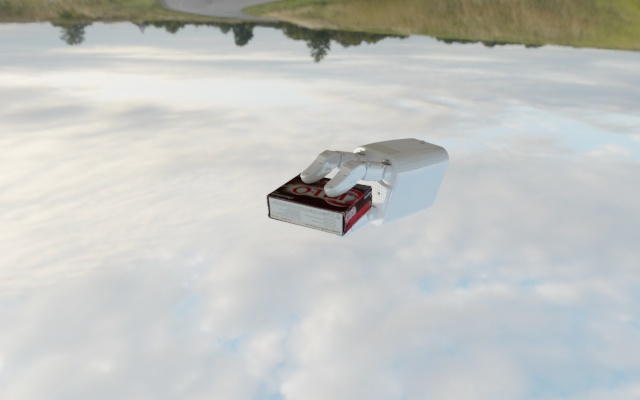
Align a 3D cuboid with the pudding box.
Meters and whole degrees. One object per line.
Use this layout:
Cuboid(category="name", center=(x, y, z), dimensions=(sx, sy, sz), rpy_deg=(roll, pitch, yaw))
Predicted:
Cuboid(category="pudding box", center=(0.000, 0.002, 0.625), dimensions=(0.113, 0.039, 0.090), rpy_deg=(10, 26, 26))
